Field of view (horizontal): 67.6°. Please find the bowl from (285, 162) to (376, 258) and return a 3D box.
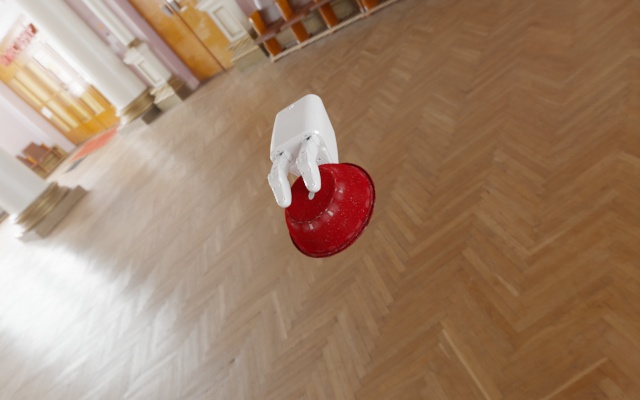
[{"bbox_3d":[0.000,0.003,0.716,0.162,0.162,0.055,0,-25,39],"label":"bowl"}]
